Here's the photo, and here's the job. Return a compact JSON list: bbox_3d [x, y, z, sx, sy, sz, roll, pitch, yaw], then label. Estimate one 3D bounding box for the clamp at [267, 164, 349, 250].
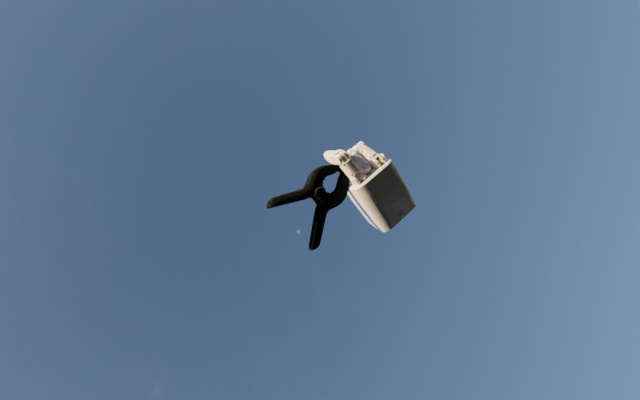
[{"bbox_3d":[0.000,0.003,0.865,0.171,0.120,0.039,-39,14,-16],"label":"clamp"}]
